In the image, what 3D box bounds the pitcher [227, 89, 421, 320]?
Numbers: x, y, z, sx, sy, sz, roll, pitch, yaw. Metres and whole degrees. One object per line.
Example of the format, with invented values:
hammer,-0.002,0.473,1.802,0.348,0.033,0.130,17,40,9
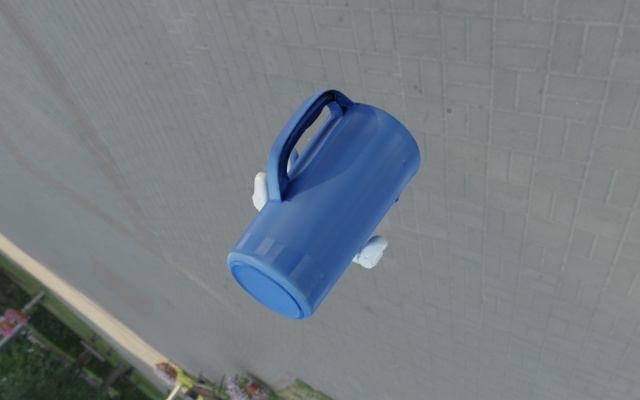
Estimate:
pitcher,0.000,0.002,0.545,0.149,0.242,0.145,33,-30,7
